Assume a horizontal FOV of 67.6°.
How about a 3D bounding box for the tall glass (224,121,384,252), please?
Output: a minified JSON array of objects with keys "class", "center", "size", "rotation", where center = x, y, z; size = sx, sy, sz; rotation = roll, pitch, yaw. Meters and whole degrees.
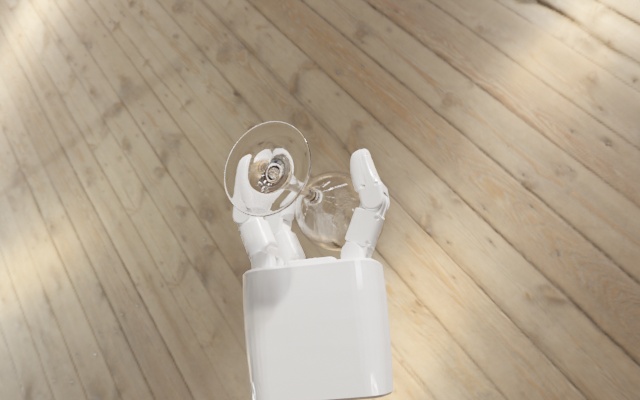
[{"class":"tall glass","center":[0.000,0.001,0.439],"size":[0.079,0.079,0.201],"rotation":[0,-14,25]}]
